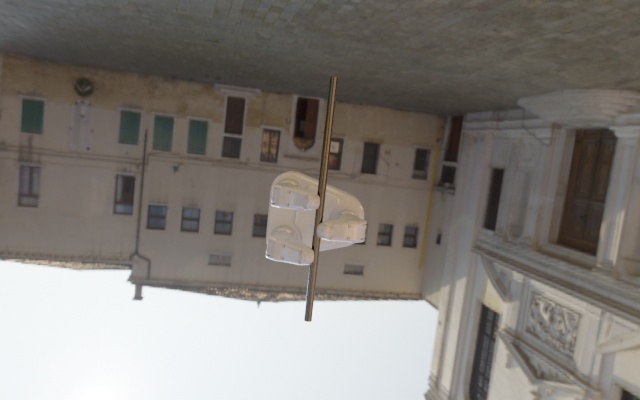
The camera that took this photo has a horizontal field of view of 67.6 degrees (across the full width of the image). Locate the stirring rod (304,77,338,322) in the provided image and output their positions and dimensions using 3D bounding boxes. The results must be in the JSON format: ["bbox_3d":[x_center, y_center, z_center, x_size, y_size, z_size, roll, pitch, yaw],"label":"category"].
[{"bbox_3d":[0.000,0.001,0.468,0.011,0.239,0.011,6,6,-1],"label":"stirring rod"}]
